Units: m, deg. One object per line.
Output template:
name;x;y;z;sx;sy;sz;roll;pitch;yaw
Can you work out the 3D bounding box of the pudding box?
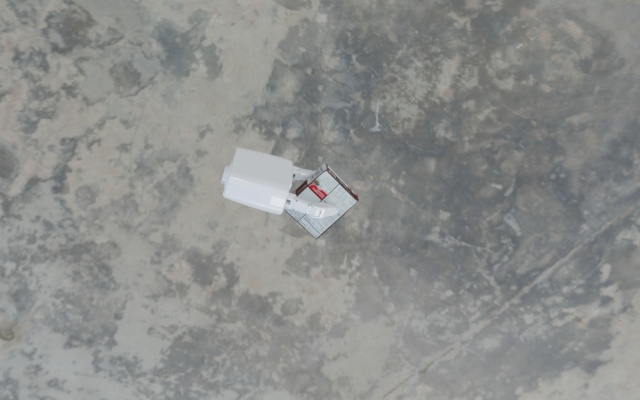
pudding box;0.000;0.003;0.878;0.113;0.090;0.039;-42;18;13
